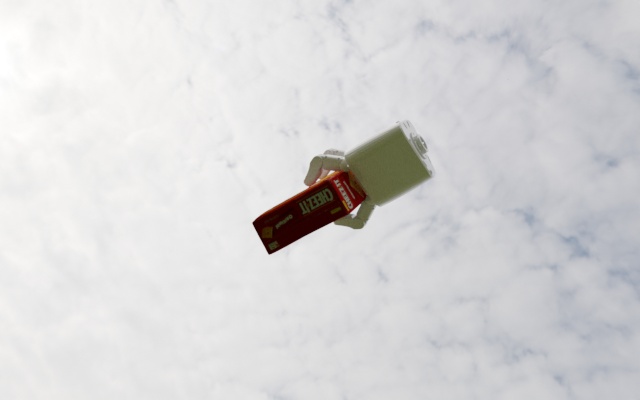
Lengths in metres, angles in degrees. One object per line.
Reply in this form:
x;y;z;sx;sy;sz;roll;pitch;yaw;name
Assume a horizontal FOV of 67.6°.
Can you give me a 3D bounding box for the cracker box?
0.000;0.003;0.845;0.164;0.072;0.213;-29;2;25;cracker box
